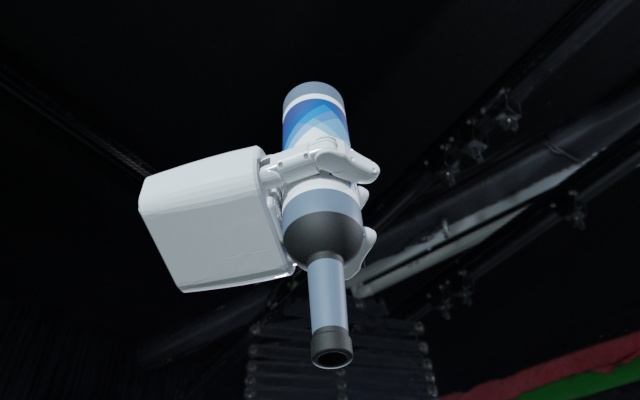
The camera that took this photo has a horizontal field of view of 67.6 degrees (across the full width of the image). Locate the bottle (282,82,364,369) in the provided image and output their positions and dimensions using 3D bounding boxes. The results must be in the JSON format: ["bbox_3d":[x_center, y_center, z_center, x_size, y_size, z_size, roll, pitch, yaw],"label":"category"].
[{"bbox_3d":[0.000,0.001,0.415,0.069,0.069,0.295,0,44,-4],"label":"bottle"}]
